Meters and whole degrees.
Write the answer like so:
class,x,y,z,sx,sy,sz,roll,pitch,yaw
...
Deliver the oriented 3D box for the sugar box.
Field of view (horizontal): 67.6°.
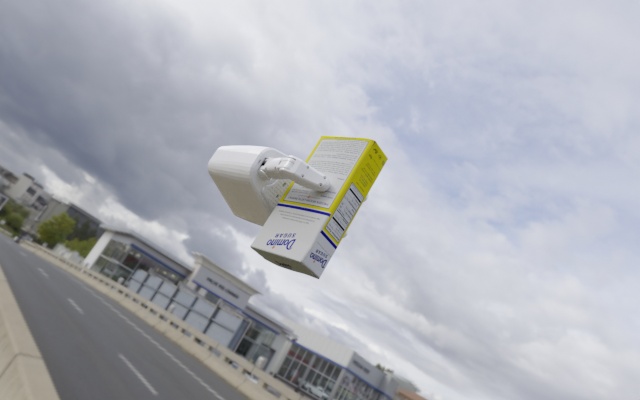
class,x,y,z,sx,sy,sz,roll,pitch,yaw
sugar box,0.000,0.002,0.575,0.093,0.176,0.048,11,-26,45
